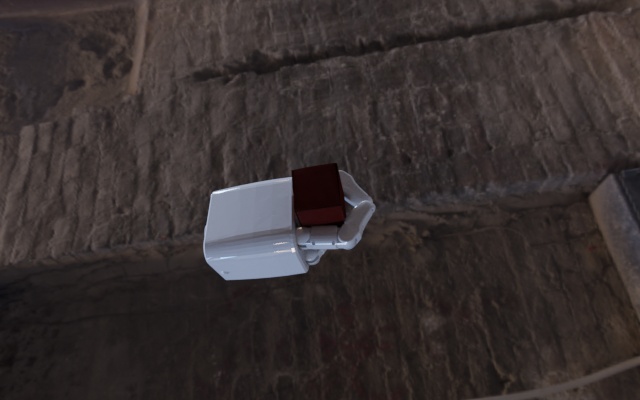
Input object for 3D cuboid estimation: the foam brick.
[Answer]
[{"bbox_3d":[0.000,0.002,0.537,0.051,0.053,0.078,-7,-27,5],"label":"foam brick"}]
